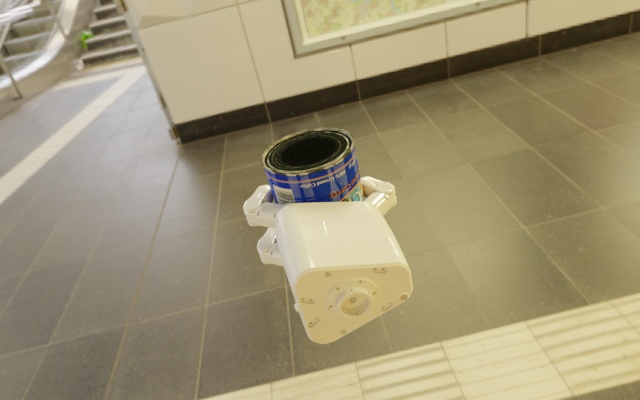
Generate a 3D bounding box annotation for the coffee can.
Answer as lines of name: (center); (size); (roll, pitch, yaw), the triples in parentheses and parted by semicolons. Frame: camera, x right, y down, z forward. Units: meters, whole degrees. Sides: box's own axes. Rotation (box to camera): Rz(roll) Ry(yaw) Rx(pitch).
coffee can: (0.000, 0.002, 0.549); (0.103, 0.140, 0.102); (-10, 32, 6)
